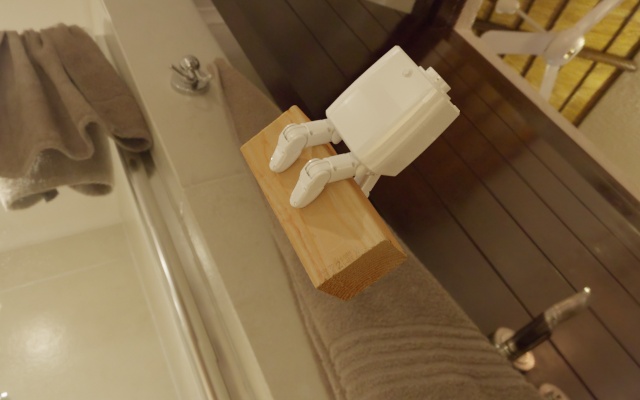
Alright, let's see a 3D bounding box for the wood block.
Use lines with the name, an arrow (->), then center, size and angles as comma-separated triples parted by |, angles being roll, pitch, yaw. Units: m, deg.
wood block -> 0.000, 0.002, 0.558 | 0.090, 0.206, 0.091 | -37, -31, 9
